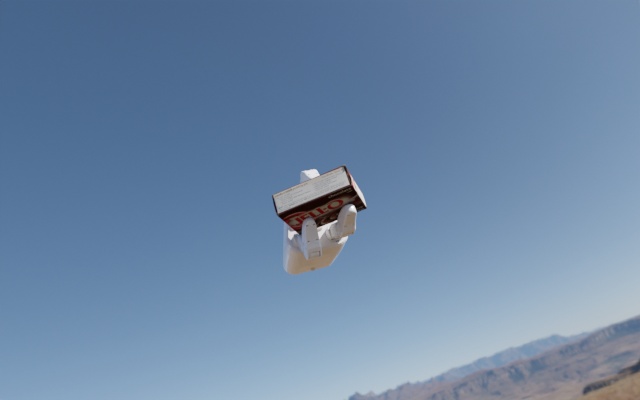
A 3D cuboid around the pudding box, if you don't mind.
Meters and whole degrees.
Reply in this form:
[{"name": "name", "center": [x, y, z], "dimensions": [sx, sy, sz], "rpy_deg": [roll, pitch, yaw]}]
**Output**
[{"name": "pudding box", "center": [0.000, 0.002, 0.674], "dimensions": [0.113, 0.039, 0.090], "rpy_deg": [-24, -26, 8]}]
